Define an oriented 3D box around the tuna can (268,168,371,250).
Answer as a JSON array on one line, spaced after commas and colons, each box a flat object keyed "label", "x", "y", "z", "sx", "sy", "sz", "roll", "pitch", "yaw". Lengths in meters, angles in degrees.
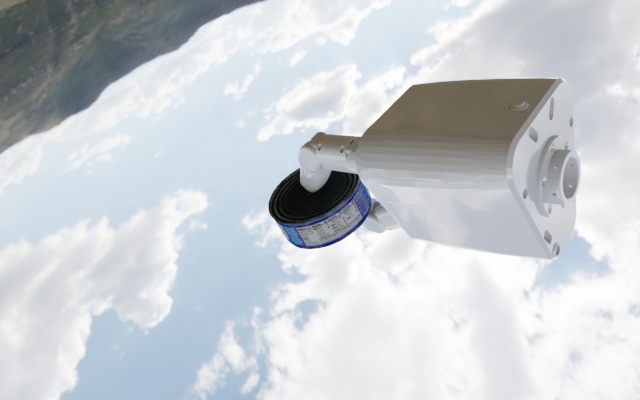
[{"label": "tuna can", "x": 0.000, "y": 0.002, "z": 0.415, "sx": 0.086, "sy": 0.034, "sz": 0.086, "roll": -19, "pitch": 35, "yaw": 14}]
